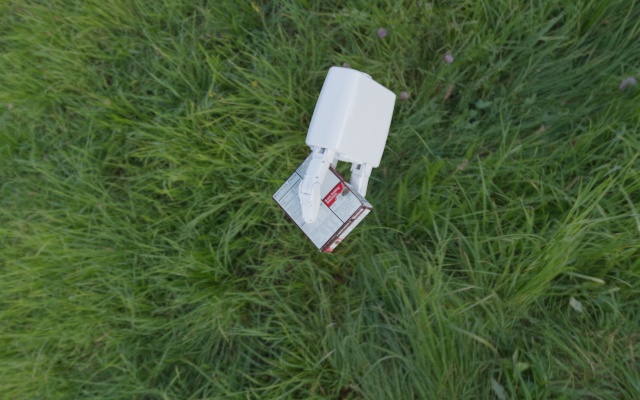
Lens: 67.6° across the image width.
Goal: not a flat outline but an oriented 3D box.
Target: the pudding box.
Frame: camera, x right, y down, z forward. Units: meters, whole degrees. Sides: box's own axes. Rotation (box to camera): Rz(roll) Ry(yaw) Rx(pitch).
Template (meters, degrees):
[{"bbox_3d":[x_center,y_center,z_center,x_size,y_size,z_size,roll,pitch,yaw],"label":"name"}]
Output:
[{"bbox_3d":[0.000,0.002,0.654,0.113,0.090,0.039,47,12,24],"label":"pudding box"}]
